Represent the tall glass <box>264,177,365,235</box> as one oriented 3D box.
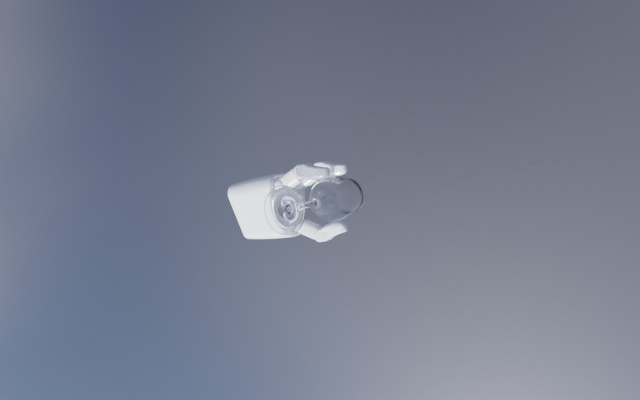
[{"bbox_3d":[0.000,0.003,0.778,0.079,0.079,0.201,0,7,33],"label":"tall glass"}]
